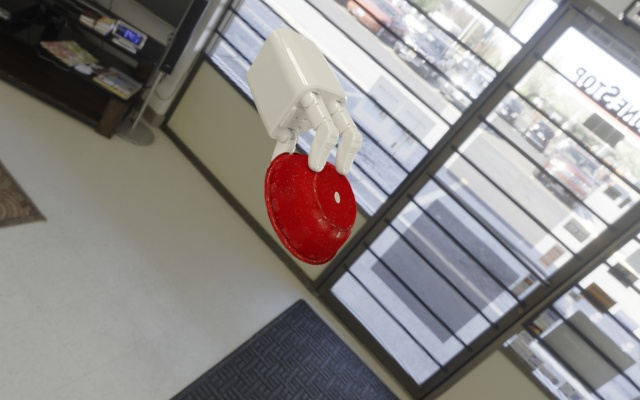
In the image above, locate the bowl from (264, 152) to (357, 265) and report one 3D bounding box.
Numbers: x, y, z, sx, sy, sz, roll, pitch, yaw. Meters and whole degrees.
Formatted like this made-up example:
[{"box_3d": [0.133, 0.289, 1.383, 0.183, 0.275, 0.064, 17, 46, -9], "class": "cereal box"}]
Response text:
[{"box_3d": [0.001, 0.003, 0.637, 0.055, 0.162, 0.162, -20, -12, 34], "class": "bowl"}]
